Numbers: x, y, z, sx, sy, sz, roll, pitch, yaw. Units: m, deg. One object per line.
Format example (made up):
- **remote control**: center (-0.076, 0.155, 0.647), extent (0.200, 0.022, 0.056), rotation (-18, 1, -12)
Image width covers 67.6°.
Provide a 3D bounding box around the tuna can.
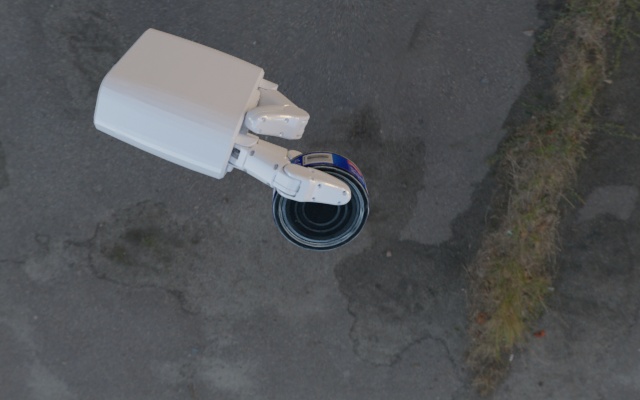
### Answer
- **tuna can**: center (0.000, 0.002, 0.421), extent (0.086, 0.086, 0.033), rotation (0, 27, -2)
